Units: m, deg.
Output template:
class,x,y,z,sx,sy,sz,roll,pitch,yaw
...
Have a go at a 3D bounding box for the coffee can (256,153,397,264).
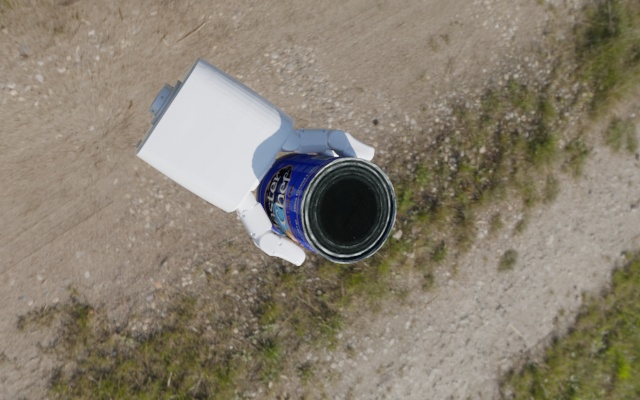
class,x,y,z,sx,sy,sz,roll,pitch,yaw
coffee can,0.000,0.002,0.513,0.103,0.103,0.140,0,7,-25
